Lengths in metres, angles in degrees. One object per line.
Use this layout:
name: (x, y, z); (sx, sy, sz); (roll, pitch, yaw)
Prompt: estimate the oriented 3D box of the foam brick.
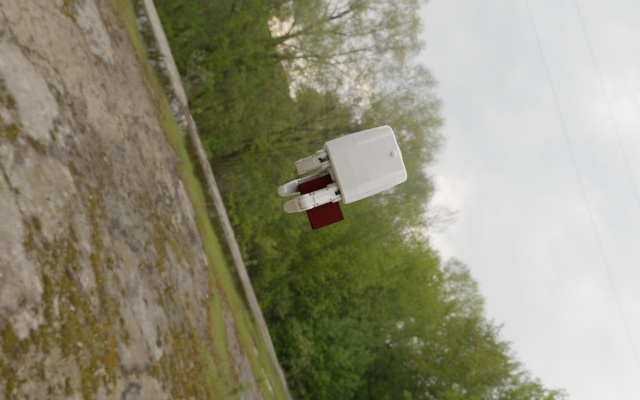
foam brick: (0.000, 0.003, 0.764); (0.051, 0.078, 0.053); (-18, 2, -5)
